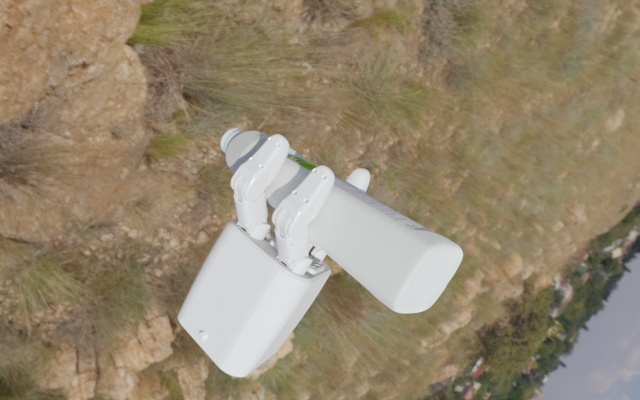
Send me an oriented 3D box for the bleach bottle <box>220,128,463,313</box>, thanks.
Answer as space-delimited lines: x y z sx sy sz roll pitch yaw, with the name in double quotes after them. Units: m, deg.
0.000 0.001 0.438 0.250 0.068 0.102 35 8 31 "bleach bottle"
